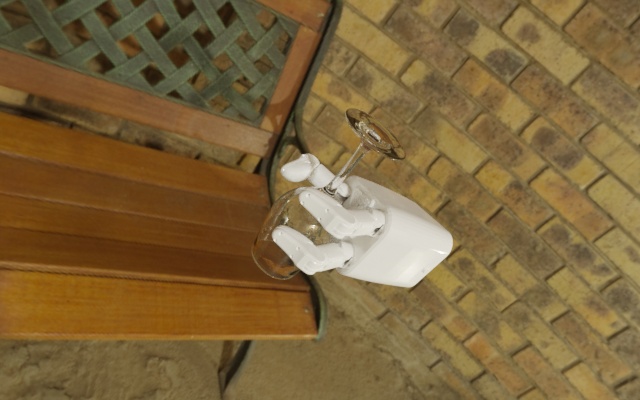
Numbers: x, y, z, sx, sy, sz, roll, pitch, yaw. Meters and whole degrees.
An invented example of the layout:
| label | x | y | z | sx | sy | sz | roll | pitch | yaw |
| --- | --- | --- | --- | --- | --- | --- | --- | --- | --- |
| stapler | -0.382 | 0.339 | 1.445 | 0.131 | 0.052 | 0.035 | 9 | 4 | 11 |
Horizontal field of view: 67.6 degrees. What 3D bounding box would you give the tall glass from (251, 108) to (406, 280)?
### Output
| label | x | y | z | sx | sy | sz | roll | pitch | yaw |
| --- | --- | --- | --- | --- | --- | --- | --- | --- | --- |
| tall glass | 0.000 | 0.001 | 0.515 | 0.079 | 0.079 | 0.201 | 0 | -42 | -49 |
